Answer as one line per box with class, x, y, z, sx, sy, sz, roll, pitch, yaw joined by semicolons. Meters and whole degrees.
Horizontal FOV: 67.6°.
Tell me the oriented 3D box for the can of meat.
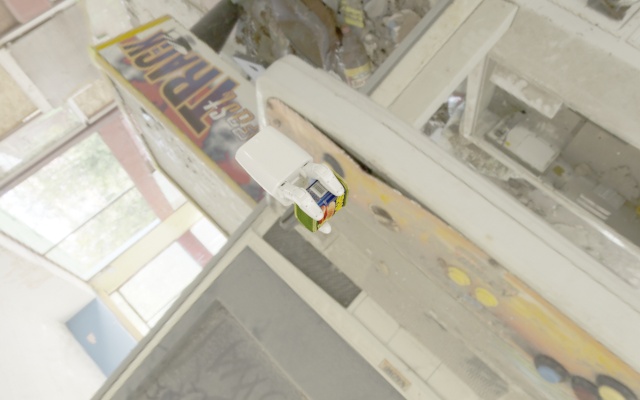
can of meat;0.000;0.003;0.848;0.084;0.057;0.102;-42;-17;-18
